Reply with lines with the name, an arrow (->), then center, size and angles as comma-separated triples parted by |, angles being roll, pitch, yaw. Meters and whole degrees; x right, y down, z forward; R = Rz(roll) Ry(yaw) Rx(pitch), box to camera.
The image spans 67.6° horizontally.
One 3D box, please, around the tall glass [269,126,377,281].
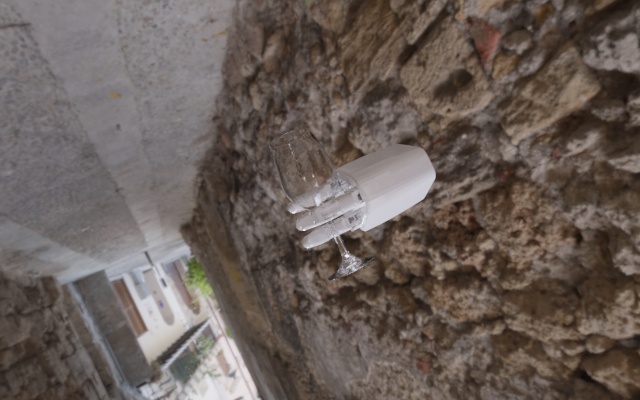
tall glass -> 0.000, 0.003, 0.651 | 0.079, 0.201, 0.079 | -26, -1, -1
